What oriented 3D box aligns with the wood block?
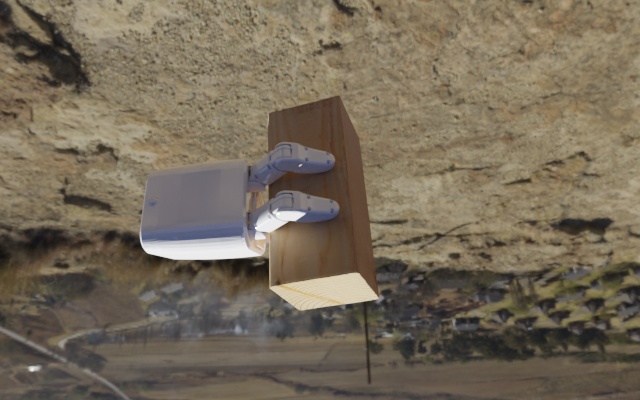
[{"bbox_3d":[0.000,0.002,0.519,0.090,0.206,0.091,-12,-30,14],"label":"wood block"}]
